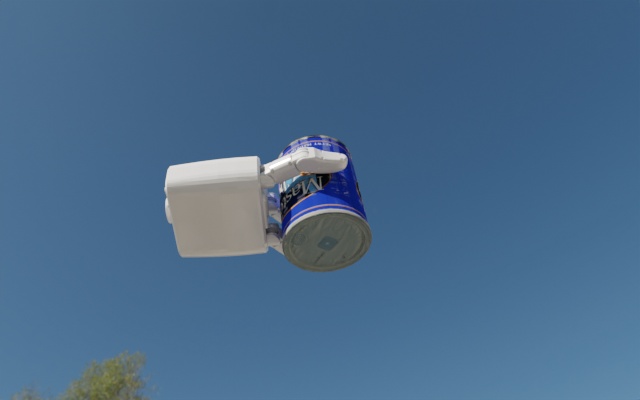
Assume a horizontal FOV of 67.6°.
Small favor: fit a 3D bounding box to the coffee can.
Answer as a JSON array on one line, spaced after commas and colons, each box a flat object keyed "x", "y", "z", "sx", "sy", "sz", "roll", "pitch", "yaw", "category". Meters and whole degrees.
[{"x": 0.000, "y": 0.002, "z": 0.589, "sx": 0.103, "sy": 0.103, "sz": 0.140, "roll": 0, "pitch": 44, "yaw": -9, "category": "coffee can"}]
